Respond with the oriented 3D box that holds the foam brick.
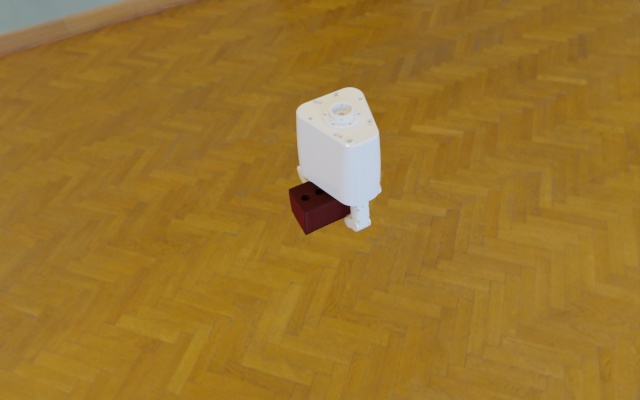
[{"bbox_3d":[0.000,0.002,0.686,0.078,0.053,0.051,-24,-37,-15],"label":"foam brick"}]
